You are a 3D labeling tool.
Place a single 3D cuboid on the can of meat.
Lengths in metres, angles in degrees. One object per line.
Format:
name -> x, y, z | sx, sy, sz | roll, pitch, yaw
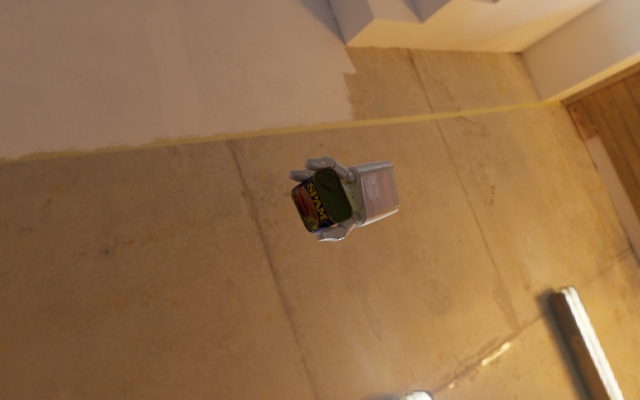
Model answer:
can of meat -> 0.000, 0.003, 0.869 | 0.057, 0.102, 0.084 | -20, -6, -40
